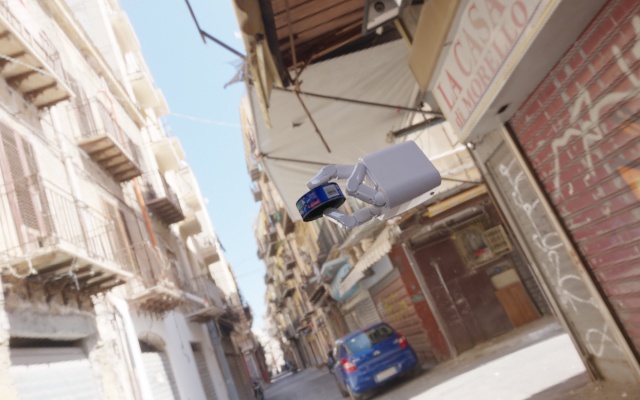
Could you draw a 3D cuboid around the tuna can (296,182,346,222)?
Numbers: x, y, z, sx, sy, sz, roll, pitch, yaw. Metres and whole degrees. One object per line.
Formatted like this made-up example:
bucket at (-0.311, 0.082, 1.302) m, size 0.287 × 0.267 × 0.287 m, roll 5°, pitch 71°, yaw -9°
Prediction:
tuna can at (0.000, 0.002, 0.841) m, size 0.086 × 0.033 × 0.086 m, roll -26°, pitch -15°, yaw -7°
